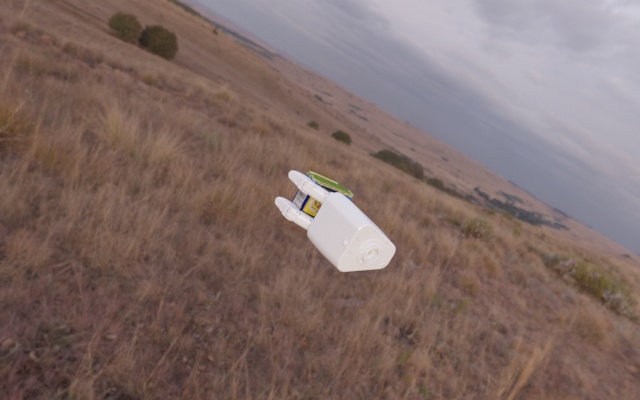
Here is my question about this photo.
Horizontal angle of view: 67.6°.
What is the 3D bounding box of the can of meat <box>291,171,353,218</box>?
[{"bbox_3d":[0.000,0.003,0.890,0.102,0.084,0.057,22,15,-34],"label":"can of meat"}]
